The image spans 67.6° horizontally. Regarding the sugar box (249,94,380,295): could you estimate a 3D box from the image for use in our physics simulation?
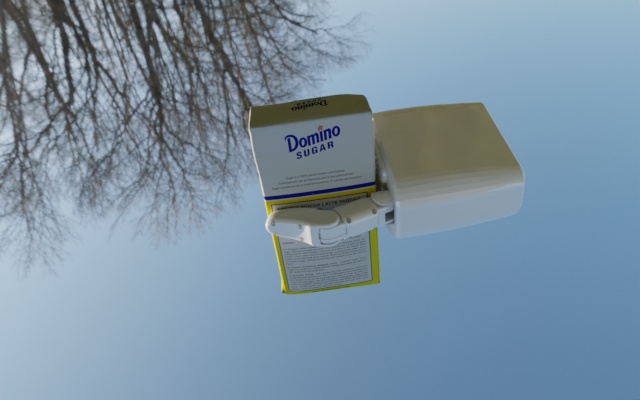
[{"bbox_3d":[0.000,0.001,0.408,0.093,0.176,0.048,-7,33,-1],"label":"sugar box"}]
